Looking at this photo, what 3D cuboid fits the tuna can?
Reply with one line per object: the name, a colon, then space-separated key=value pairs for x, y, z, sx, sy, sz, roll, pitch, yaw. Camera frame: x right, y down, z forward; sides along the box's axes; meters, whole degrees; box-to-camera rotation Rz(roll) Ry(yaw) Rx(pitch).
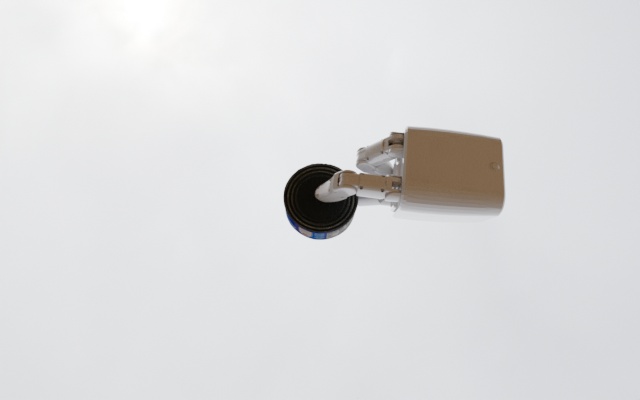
tuna can: x=0.000 y=0.002 z=0.558 sx=0.086 sy=0.086 sz=0.034 roll=0 pitch=-22 yaw=-1
